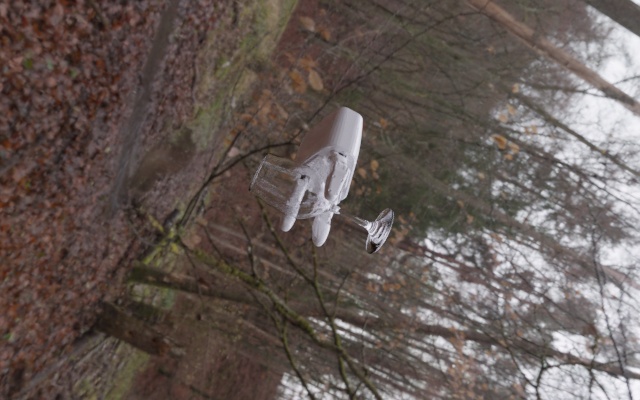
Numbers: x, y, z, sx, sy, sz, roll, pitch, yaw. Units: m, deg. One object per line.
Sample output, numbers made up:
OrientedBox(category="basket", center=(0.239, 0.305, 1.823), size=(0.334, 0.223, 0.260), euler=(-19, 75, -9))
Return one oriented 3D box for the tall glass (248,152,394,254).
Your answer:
OrientedBox(category="tall glass", center=(0.001, 0.003, 0.686), size=(0.201, 0.079, 0.079), euler=(26, -5, -11))
